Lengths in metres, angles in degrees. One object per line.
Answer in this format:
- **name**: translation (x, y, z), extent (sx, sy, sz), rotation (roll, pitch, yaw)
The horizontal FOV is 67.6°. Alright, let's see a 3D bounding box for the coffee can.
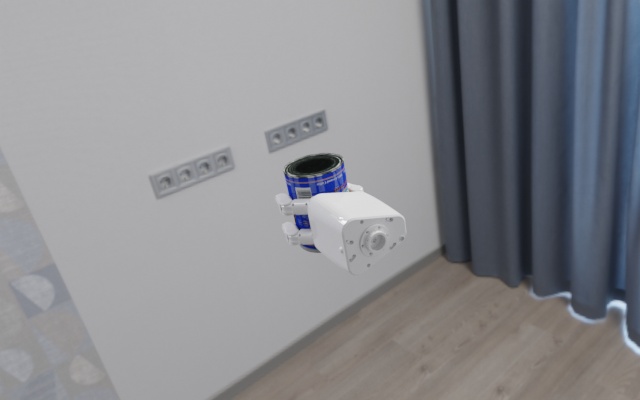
- **coffee can**: translation (0.000, 0.003, 0.809), extent (0.103, 0.140, 0.102), rotation (-9, 24, 4)
